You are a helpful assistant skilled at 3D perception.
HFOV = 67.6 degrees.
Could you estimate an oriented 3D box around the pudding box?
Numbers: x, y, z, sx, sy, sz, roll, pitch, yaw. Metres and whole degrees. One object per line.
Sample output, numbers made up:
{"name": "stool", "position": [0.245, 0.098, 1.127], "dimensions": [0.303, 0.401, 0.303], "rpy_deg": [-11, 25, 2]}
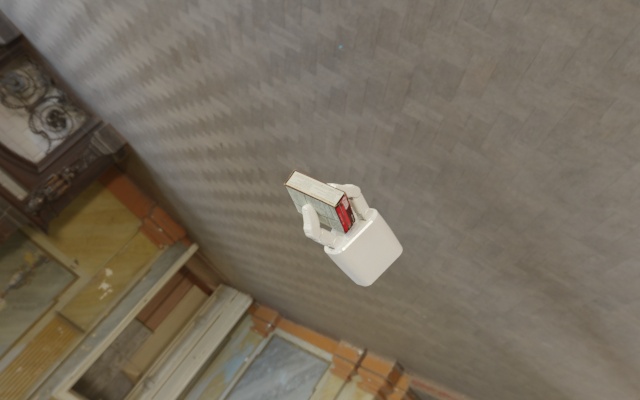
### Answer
{"name": "pudding box", "position": [0.000, 0.003, 0.825], "dimensions": [0.113, 0.039, 0.090], "rpy_deg": [23, -25, 28]}
